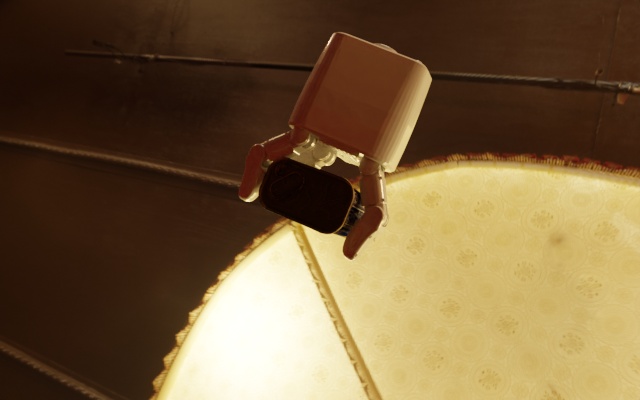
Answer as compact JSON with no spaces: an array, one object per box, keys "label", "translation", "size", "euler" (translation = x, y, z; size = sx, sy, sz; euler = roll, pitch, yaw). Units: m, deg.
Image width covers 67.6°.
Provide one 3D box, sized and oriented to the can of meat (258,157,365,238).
[{"label":"can of meat","translation":[0.000,0.002,0.504],"size":[0.102,0.057,0.084],"euler":[21,-2,26]}]
